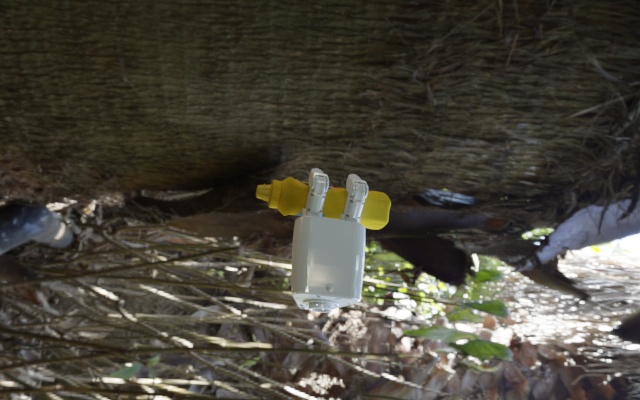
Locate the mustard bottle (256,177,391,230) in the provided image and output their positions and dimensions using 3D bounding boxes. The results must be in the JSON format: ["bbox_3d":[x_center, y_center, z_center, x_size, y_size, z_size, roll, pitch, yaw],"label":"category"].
[{"bbox_3d":[0.000,0.002,0.710,0.191,0.058,0.096,9,0,-11],"label":"mustard bottle"}]
